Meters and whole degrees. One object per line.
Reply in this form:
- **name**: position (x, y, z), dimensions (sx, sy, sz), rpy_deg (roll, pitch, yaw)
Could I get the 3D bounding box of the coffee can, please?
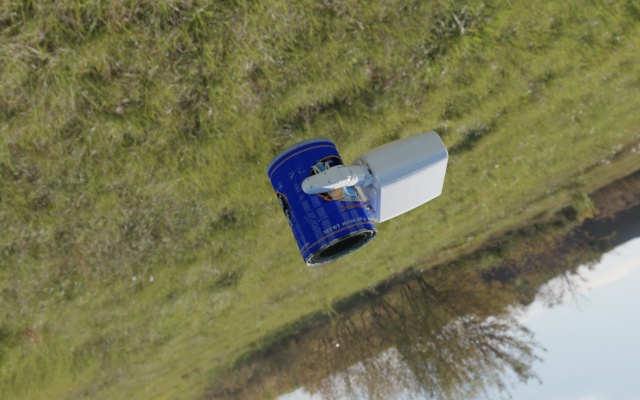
- **coffee can**: position (0.000, 0.002, 0.637), dimensions (0.103, 0.140, 0.103), rpy_deg (-22, -18, -8)
